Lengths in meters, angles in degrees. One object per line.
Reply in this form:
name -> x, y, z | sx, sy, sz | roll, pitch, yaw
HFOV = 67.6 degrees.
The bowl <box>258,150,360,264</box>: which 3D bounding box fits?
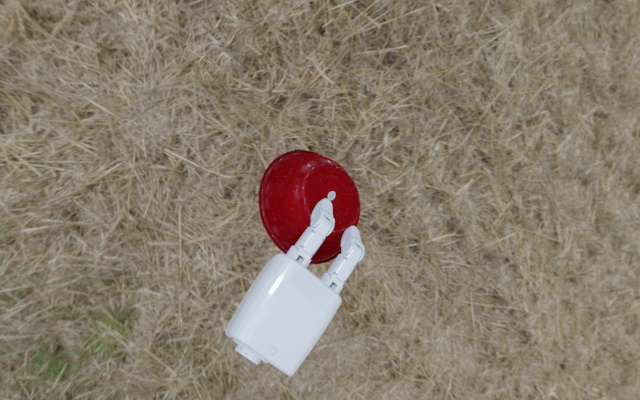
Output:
bowl -> 0.001, 0.001, 0.640 | 0.162, 0.162, 0.055 | 0, -13, -36
